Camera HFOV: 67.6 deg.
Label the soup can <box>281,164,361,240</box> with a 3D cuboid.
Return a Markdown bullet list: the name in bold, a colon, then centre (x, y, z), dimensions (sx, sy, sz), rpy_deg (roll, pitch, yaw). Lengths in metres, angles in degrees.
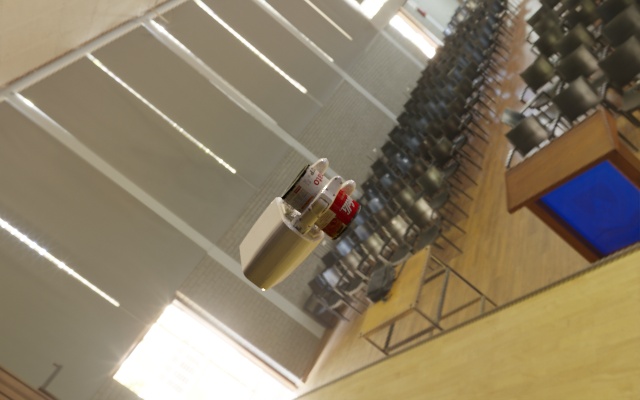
- **soup can**: centre (0.000, 0.002, 0.715), dimensions (0.102, 0.068, 0.068), rpy_deg (39, -6, -7)
